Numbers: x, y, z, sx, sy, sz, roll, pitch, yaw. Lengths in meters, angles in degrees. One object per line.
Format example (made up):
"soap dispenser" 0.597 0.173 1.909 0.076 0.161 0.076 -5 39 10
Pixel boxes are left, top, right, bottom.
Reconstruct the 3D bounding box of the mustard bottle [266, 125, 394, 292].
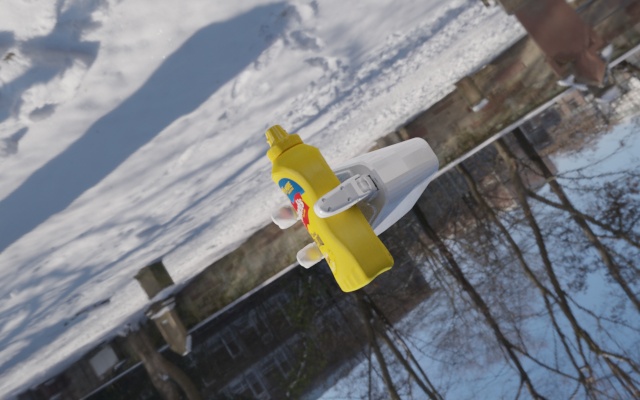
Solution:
"mustard bottle" 0.000 0.002 0.506 0.058 0.191 0.096 -31 -6 -13
